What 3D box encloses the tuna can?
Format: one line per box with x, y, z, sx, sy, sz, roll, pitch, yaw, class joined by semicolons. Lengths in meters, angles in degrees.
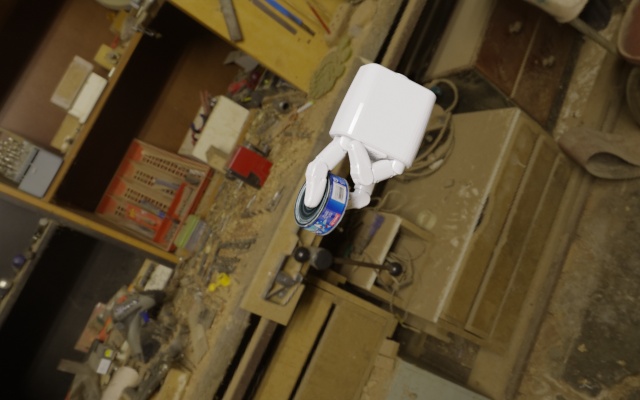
0.000;0.002;0.652;0.034;0.086;0.086;23;-12;-29;tuna can
